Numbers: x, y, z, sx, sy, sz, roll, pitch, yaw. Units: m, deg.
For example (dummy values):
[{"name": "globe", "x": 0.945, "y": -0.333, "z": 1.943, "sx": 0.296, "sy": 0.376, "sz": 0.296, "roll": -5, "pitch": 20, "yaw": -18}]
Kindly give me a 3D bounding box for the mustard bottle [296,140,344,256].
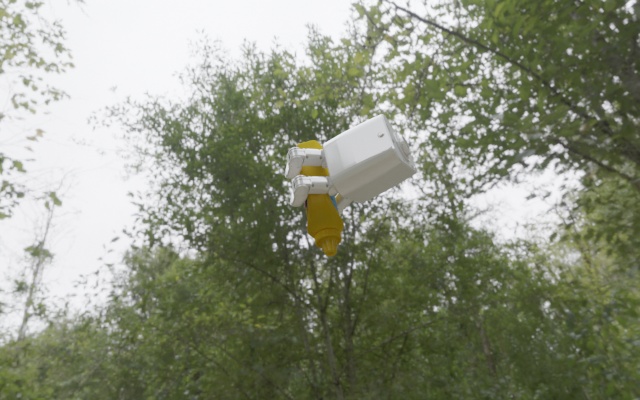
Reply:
[{"name": "mustard bottle", "x": 0.000, "y": 0.002, "z": 0.768, "sx": 0.058, "sy": 0.191, "sz": 0.096, "roll": -13, "pitch": -34, "yaw": 1}]
